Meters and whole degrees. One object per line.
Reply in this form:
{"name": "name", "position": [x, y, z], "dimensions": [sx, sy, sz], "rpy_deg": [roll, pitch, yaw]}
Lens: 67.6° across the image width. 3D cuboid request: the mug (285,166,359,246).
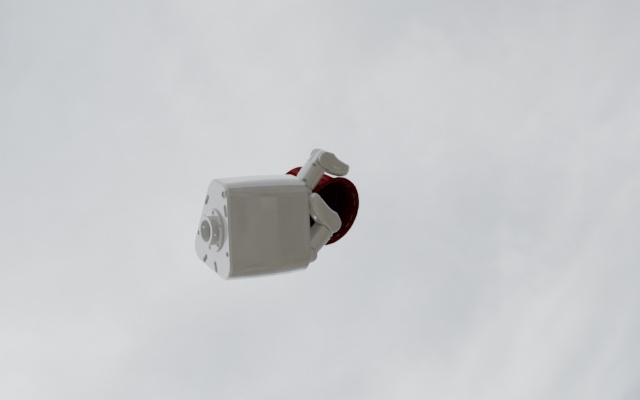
{"name": "mug", "position": [0.001, 0.002, 0.649], "dimensions": [0.117, 0.093, 0.081], "rpy_deg": [-1, 19, -41]}
